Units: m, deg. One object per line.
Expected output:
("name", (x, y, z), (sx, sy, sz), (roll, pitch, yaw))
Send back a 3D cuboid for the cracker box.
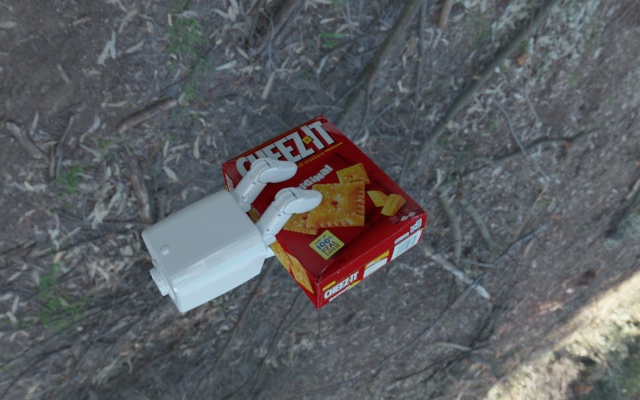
("cracker box", (0.000, 0.002, 0.599), (0.164, 0.213, 0.072), (-29, -32, -21))
